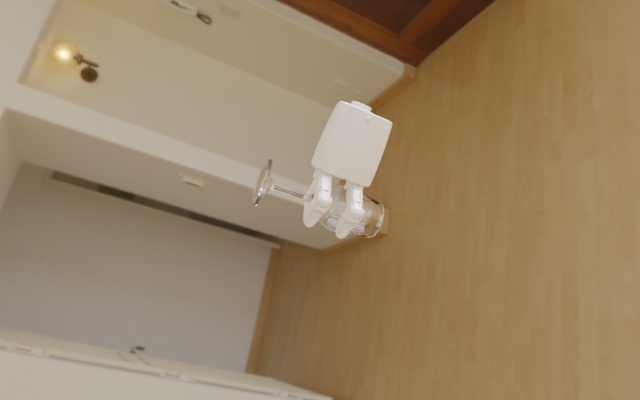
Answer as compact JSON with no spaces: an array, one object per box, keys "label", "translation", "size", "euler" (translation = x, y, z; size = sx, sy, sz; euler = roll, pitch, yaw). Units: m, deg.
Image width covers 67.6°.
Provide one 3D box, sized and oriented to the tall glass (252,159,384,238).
[{"label":"tall glass","translation":[-0.001,0.002,0.752],"size":[0.201,0.079,0.079],"euler":[19,-7,-21]}]
